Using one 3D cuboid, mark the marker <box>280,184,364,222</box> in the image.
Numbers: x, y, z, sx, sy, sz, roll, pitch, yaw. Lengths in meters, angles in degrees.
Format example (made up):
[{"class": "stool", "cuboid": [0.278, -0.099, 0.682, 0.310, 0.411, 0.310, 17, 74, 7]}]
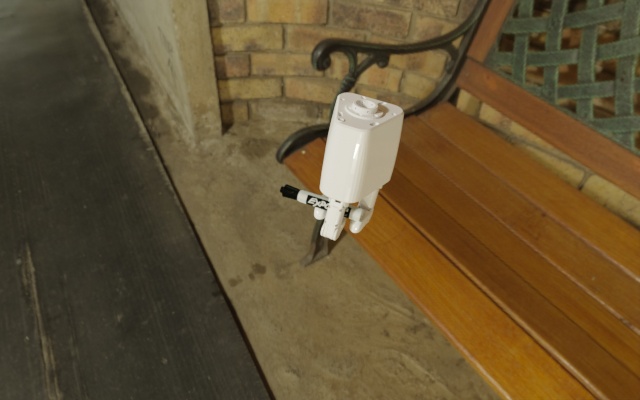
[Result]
[{"class": "marker", "cuboid": [0.000, 0.002, 0.665, 0.121, 0.020, 0.020, 18, 4, 12]}]
